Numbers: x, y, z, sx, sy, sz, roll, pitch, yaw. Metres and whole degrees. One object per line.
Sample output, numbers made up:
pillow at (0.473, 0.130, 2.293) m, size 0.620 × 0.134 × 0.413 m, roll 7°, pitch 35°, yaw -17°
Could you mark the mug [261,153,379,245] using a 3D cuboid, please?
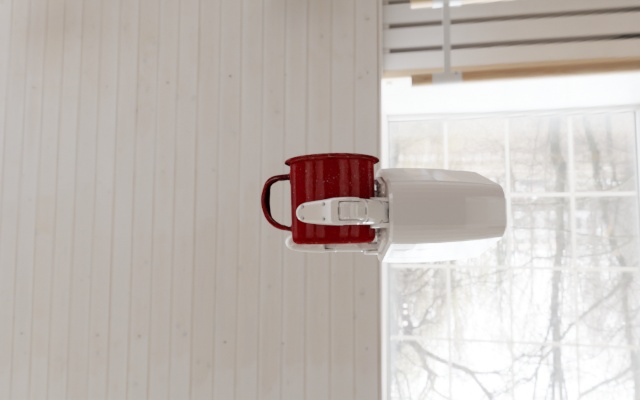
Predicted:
mug at (-0.001, 0.002, 0.467) m, size 0.117 × 0.081 × 0.093 m, roll -1°, pitch -4°, yaw 1°
